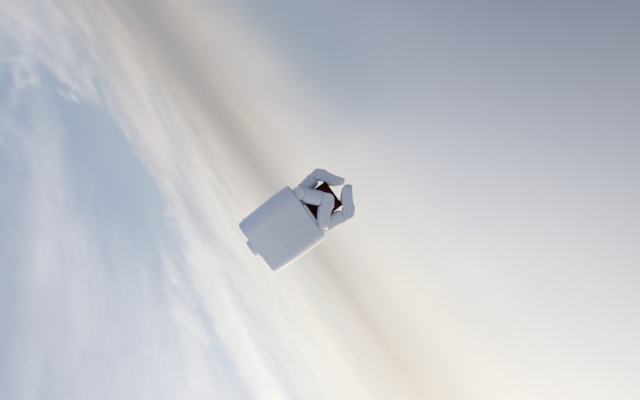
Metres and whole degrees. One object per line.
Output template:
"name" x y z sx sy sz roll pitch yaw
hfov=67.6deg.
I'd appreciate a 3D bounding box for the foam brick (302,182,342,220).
"foam brick" 0.000 0.003 0.845 0.051 0.053 0.078 -36 0 -3
